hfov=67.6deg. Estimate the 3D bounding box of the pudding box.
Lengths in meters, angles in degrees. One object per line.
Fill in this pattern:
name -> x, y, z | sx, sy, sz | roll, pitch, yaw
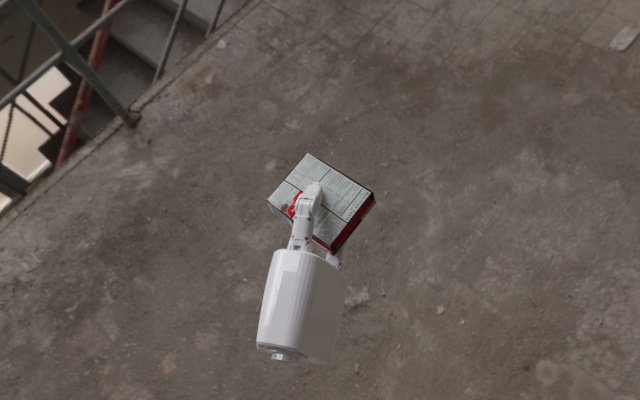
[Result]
pudding box -> 0.000, 0.002, 0.609 | 0.113, 0.090, 0.039 | 35, -14, 22
